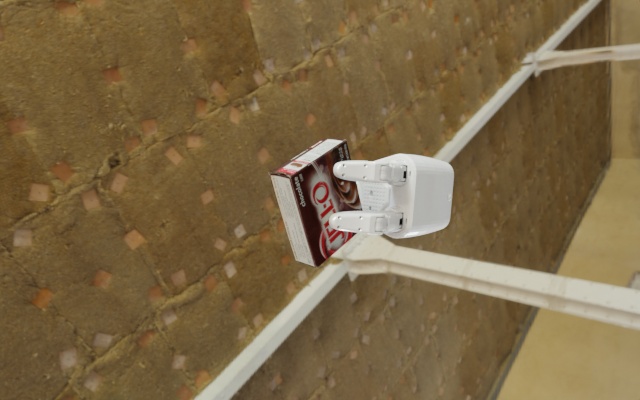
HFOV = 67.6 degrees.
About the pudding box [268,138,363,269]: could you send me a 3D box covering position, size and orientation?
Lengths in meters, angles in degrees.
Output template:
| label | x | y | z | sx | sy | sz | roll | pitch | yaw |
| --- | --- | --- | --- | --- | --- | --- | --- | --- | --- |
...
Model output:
| label | x | y | z | sx | sy | sz | roll | pitch | yaw |
| --- | --- | --- | --- | --- | --- | --- | --- | --- | --- |
| pudding box | 0.000 | 0.002 | 0.514 | 0.039 | 0.113 | 0.090 | 8 | 34 | 42 |
